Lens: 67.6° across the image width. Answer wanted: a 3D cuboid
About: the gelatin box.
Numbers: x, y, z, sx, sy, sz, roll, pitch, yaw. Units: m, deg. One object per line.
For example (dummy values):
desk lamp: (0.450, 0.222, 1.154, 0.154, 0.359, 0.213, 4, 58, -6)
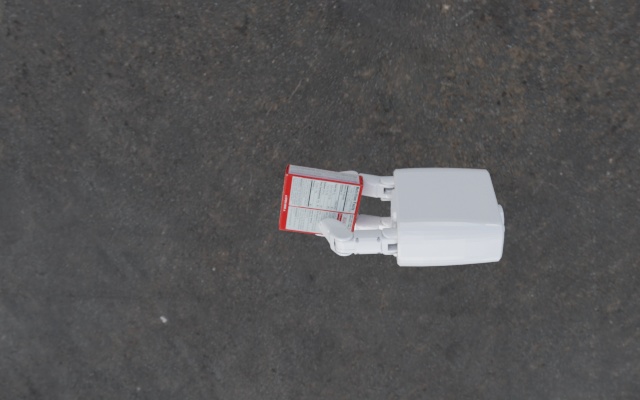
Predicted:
gelatin box: (0.000, 0.002, 0.551, 0.089, 0.073, 0.030, 7, 28, -4)
